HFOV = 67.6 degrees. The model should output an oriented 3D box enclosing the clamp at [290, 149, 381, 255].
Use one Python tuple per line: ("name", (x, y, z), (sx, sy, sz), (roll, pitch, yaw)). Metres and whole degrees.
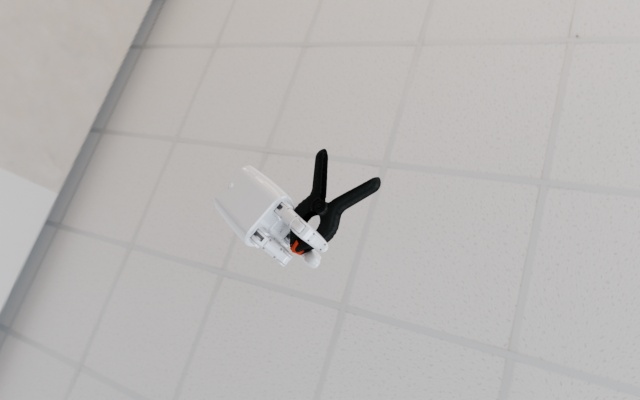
("clamp", (0.000, 0.003, 0.744), (0.120, 0.171, 0.039), (41, -1, 34))
